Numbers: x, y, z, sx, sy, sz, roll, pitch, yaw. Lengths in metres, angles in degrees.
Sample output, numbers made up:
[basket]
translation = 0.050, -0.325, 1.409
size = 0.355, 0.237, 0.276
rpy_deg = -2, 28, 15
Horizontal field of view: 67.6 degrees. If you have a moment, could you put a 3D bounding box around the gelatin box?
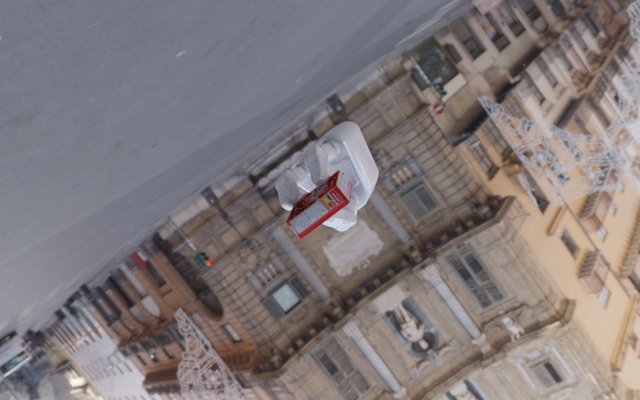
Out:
[gelatin box]
translation = 0.000, 0.002, 0.577
size = 0.073, 0.030, 0.089
rpy_deg = -37, 9, 14
